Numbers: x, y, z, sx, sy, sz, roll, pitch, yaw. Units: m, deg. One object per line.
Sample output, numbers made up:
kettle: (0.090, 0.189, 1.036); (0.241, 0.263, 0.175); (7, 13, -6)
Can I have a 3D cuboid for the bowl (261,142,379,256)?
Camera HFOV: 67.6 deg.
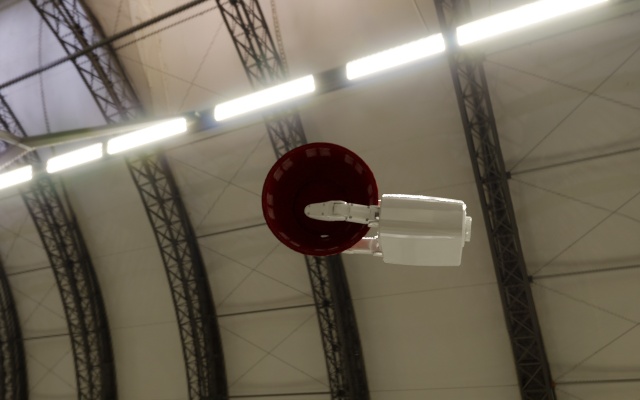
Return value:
bowl: (-0.001, 0.002, 0.677); (0.162, 0.162, 0.055); (0, -14, 2)
